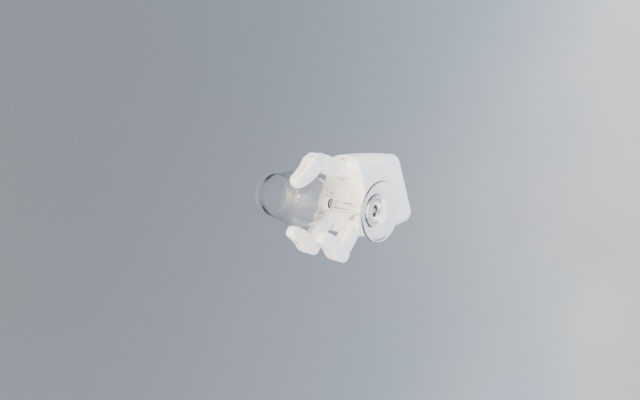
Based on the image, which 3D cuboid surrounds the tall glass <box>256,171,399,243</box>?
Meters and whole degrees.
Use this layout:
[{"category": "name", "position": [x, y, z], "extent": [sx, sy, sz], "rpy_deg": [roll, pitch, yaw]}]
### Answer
[{"category": "tall glass", "position": [0.000, 0.002, 0.634], "extent": [0.201, 0.079, 0.079], "rpy_deg": [9, 6, 43]}]
